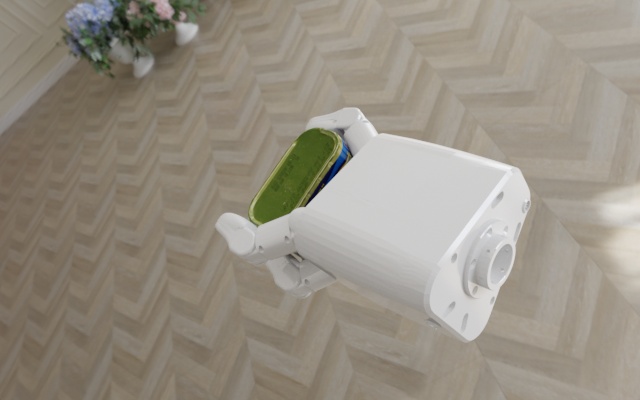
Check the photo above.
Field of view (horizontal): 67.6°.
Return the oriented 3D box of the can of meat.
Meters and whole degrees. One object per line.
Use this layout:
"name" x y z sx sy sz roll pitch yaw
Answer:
"can of meat" 0.000 0.001 0.401 0.057 0.102 0.084 26 -10 44
